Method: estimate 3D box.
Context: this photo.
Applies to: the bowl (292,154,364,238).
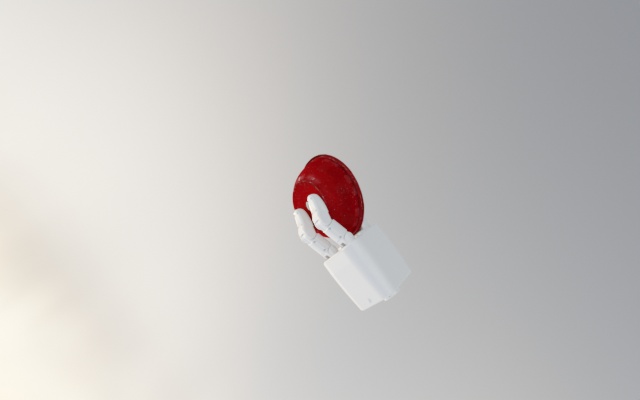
[{"bbox_3d":[-0.001,0.002,0.839,0.055,0.162,0.162,-21,13,-38],"label":"bowl"}]
